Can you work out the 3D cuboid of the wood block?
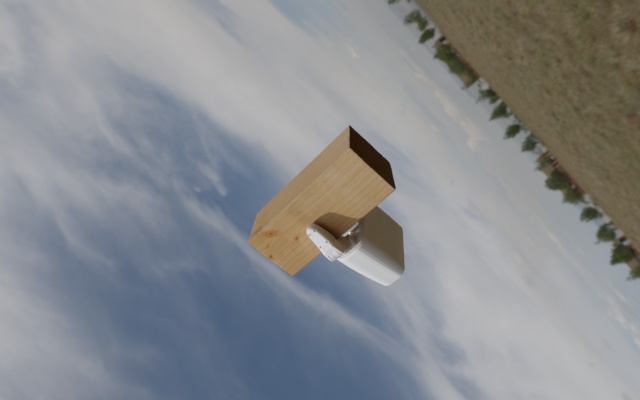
[{"bbox_3d":[0.000,0.003,0.696,0.090,0.206,0.090,40,23,-18],"label":"wood block"}]
